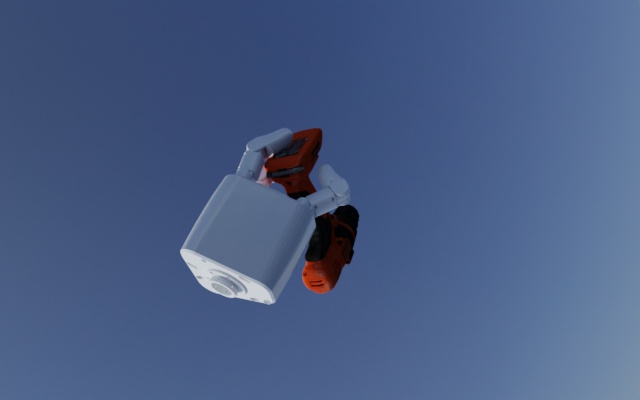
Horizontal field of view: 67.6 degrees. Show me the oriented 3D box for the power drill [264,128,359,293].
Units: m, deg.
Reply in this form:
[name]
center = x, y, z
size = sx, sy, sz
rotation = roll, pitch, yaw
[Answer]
[power drill]
center = 0.000, 0.002, 0.645
size = 0.057, 0.188, 0.184
rotation = -12, 25, 22
